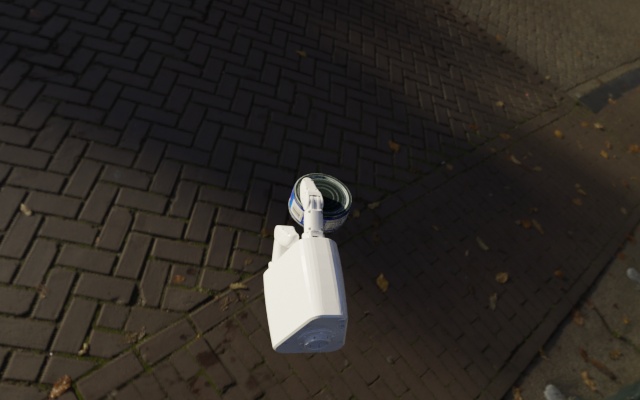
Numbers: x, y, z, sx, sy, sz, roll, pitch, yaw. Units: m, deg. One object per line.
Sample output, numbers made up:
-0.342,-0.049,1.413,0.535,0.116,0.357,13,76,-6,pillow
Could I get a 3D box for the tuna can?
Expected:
0.000,0.002,0.671,0.086,0.086,0.034,0,-42,-19,tuna can
